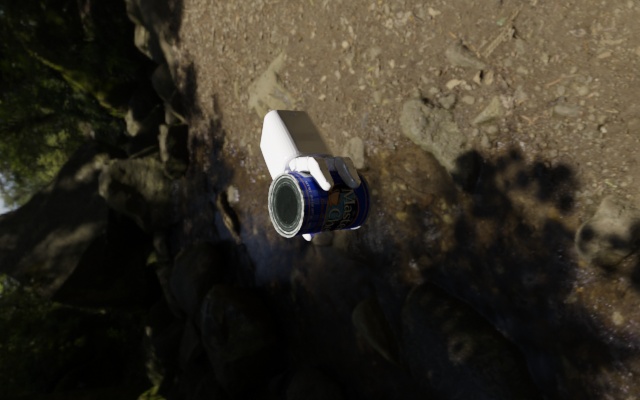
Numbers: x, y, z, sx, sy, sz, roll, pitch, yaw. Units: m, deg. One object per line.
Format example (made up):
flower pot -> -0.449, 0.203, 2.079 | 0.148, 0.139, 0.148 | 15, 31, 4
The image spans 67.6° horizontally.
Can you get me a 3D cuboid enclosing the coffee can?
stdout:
coffee can -> 0.000, 0.003, 0.789 | 0.140, 0.103, 0.103 | -5, 3, -37
